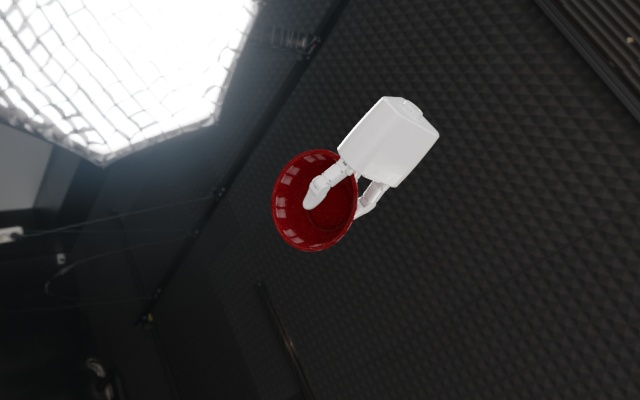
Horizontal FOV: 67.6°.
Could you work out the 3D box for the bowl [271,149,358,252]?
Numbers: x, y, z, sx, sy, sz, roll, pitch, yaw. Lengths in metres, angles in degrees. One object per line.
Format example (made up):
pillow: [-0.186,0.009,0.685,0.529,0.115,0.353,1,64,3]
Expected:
bowl: [-0.001,0.003,0.767,0.162,0.162,0.055,0,-8,32]
